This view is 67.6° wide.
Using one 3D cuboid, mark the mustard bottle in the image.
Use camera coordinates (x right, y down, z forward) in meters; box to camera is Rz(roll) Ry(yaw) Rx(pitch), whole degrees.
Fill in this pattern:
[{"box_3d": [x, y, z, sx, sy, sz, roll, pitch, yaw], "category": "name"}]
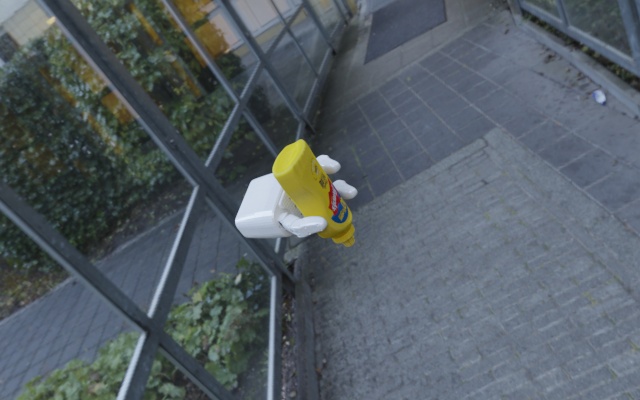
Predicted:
[{"box_3d": [0.000, 0.002, 0.761, 0.058, 0.192, 0.096, -24, 28, 22], "category": "mustard bottle"}]
